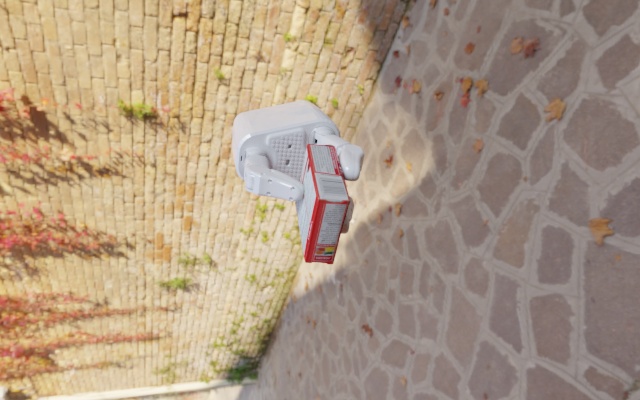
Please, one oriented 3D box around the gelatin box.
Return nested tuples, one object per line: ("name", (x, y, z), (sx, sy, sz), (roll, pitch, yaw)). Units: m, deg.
("gelatin box", (0.000, 0.002, 0.436), (0.030, 0.073, 0.089), (4, 37, -12))
